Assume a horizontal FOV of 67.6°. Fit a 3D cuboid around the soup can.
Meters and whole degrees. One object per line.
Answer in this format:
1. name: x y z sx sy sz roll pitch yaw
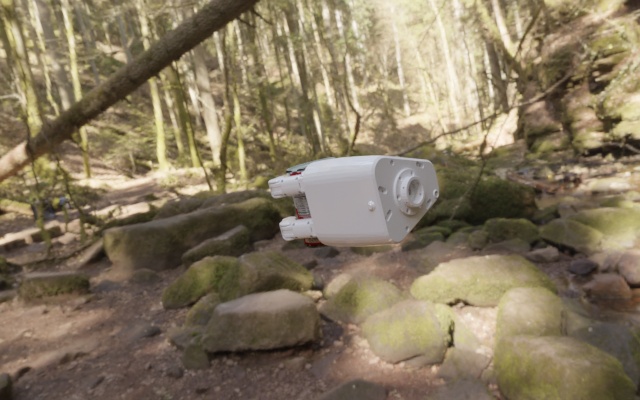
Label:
1. soup can: 0.000 0.002 0.612 0.068 0.102 0.068 -14 9 2
